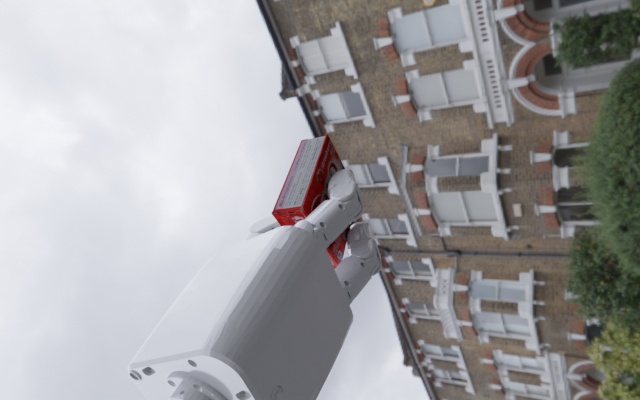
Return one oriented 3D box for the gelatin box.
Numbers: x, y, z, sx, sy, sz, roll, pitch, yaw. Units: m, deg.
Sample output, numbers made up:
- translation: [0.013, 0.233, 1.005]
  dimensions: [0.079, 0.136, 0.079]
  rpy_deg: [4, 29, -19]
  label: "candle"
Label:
- translation: [0.000, 0.001, 0.401]
  dimensions: [0.030, 0.089, 0.073]
  rpy_deg: [-8, -47, 27]
  label: "gelatin box"
